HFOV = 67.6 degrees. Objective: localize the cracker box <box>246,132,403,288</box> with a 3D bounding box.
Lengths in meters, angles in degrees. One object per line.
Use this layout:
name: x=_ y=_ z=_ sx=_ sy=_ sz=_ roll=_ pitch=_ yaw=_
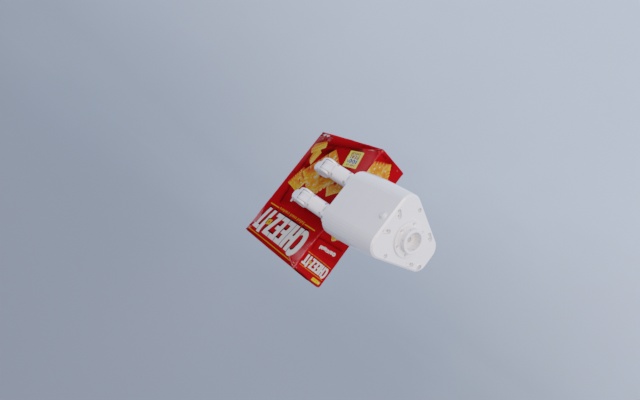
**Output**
cracker box: x=0.000 y=0.002 z=0.745 sx=0.072 sy=0.213 sz=0.164 roll=43 pitch=-9 yaw=-36
